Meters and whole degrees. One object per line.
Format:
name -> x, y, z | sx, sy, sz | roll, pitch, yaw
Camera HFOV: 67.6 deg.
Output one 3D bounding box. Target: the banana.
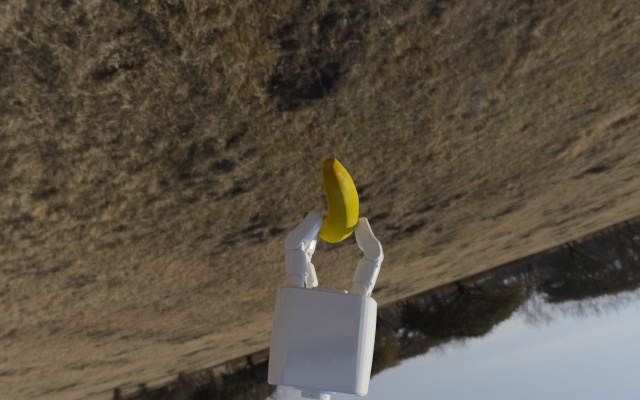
banana -> 0.015, 0.013, 0.589 | 0.069, 0.037, 0.198 | 33, -23, 3
